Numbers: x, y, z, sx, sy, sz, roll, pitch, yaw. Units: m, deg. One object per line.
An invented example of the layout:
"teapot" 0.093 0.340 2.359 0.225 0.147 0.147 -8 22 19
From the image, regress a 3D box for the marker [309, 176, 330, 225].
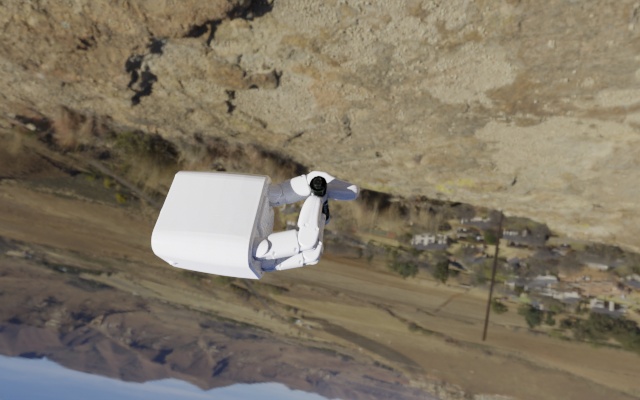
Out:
"marker" 0.000 0.002 0.550 0.020 0.020 0.121 0 -21 3
